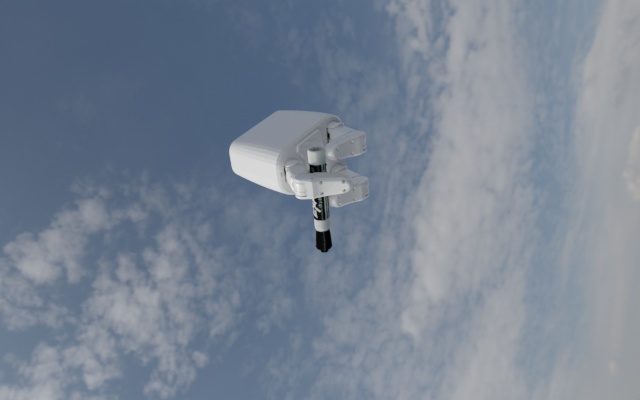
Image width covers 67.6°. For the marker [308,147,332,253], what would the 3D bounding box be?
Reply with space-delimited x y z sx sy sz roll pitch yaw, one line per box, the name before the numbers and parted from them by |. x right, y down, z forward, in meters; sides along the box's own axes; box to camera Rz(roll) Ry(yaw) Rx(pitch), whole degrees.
marker | 0.000 0.002 0.523 0.020 0.121 0.020 -4 22 2
